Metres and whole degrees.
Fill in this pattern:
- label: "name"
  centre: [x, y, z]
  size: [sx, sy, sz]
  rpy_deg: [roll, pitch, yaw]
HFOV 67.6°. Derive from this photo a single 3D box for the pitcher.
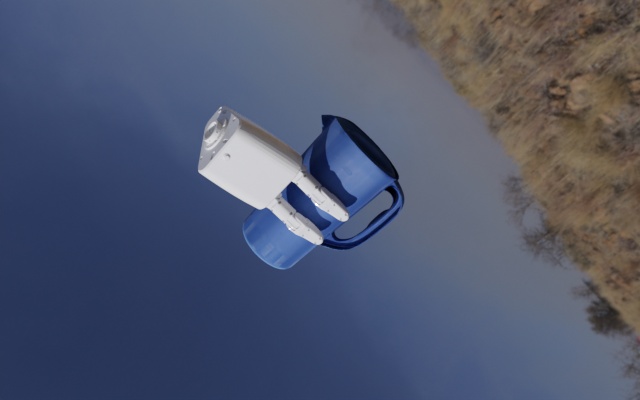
- label: "pitcher"
  centre: [0.000, 0.002, 0.741]
  size: [0.145, 0.243, 0.149]
  rpy_deg: [32, 23, -36]
